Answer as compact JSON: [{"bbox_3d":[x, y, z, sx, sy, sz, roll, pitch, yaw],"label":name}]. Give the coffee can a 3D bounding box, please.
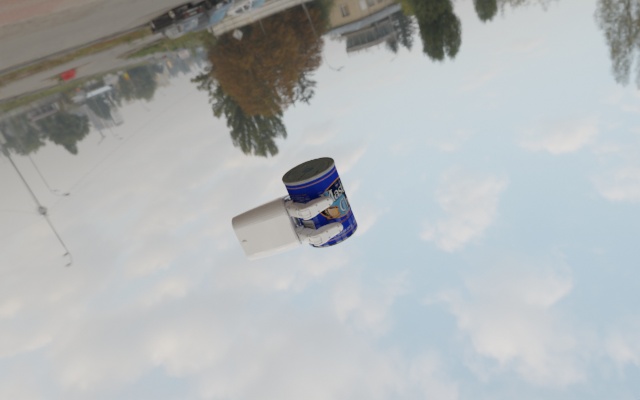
[{"bbox_3d":[0.000,0.003,0.899,0.103,0.140,0.102,-19,21,8],"label":"coffee can"}]
